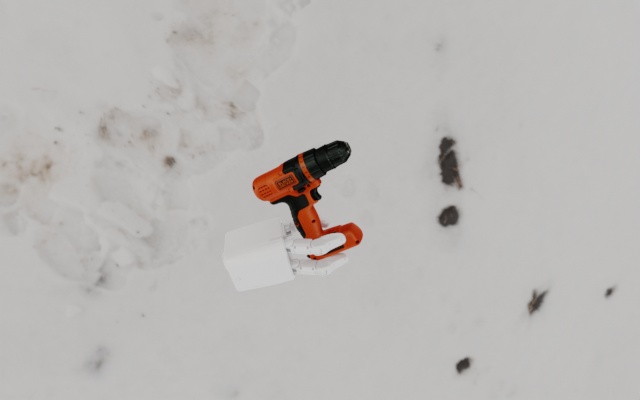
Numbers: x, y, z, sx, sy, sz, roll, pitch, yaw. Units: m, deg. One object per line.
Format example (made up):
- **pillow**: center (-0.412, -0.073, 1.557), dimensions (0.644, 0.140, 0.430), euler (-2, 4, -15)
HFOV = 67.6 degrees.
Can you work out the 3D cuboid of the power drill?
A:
- **power drill**: center (0.000, 0.003, 0.827), dimensions (0.184, 0.188, 0.057), euler (-23, 20, 20)
